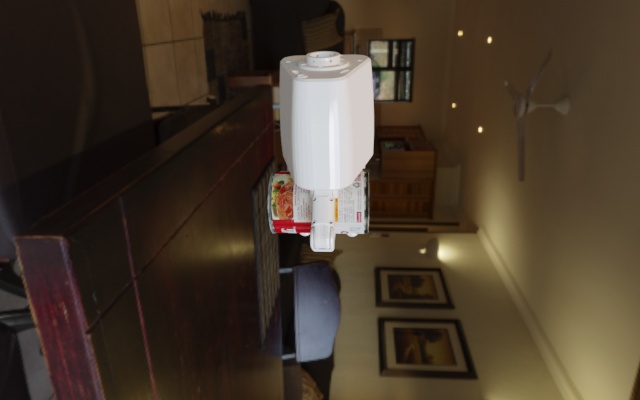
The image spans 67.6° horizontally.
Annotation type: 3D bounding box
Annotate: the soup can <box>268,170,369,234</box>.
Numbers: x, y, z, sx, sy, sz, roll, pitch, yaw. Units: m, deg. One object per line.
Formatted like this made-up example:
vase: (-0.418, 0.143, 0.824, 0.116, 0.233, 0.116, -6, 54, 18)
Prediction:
soup can: (0.000, 0.002, 0.510, 0.102, 0.068, 0.068, 0, 0, 5)
